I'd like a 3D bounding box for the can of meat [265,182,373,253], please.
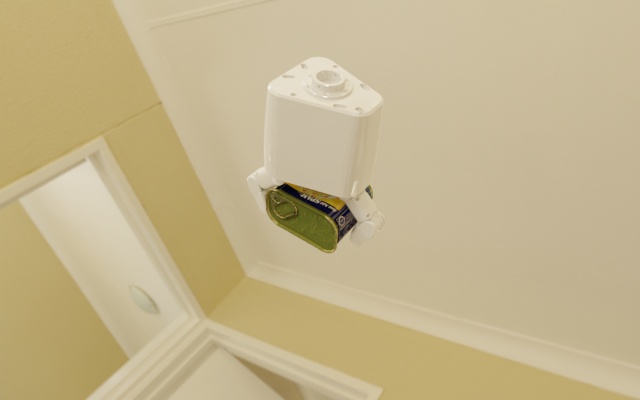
[{"bbox_3d":[0.000,0.002,0.570,0.102,0.057,0.084,27,49,24],"label":"can of meat"}]
